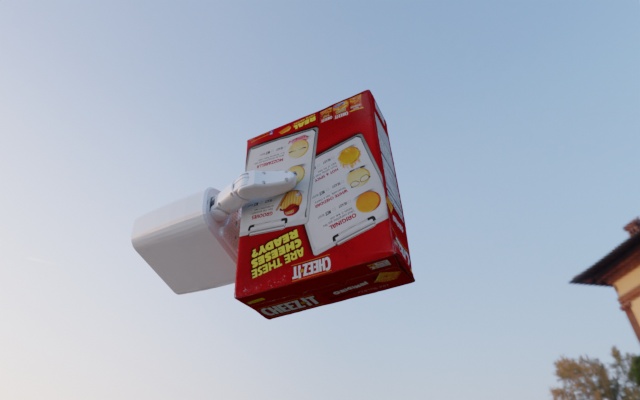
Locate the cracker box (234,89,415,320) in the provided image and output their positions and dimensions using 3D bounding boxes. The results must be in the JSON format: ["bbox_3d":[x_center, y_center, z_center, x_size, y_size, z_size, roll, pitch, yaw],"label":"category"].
[{"bbox_3d":[0.000,0.001,0.510,0.164,0.213,0.072,-19,-40,20],"label":"cracker box"}]
